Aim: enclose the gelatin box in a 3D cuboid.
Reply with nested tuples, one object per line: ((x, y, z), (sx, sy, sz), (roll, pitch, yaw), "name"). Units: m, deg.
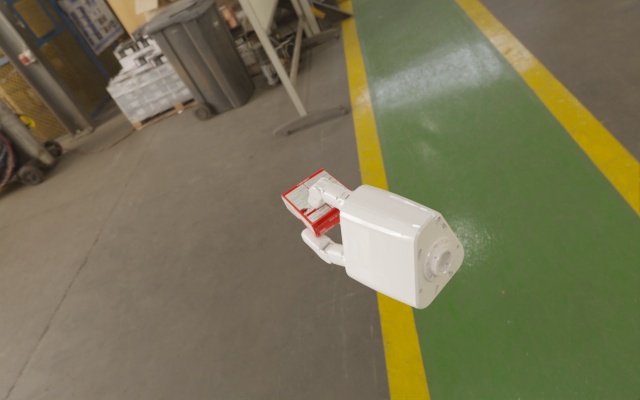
((0.000, 0.002, 0.653), (0.073, 0.030, 0.089), (-34, 42, -14), "gelatin box")
